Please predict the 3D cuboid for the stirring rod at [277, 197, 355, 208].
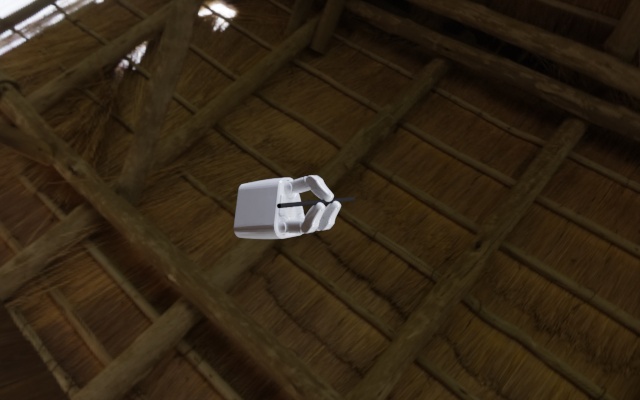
[{"bbox_3d":[0.000,0.003,0.831,0.011,0.011,0.239,0,3,32],"label":"stirring rod"}]
